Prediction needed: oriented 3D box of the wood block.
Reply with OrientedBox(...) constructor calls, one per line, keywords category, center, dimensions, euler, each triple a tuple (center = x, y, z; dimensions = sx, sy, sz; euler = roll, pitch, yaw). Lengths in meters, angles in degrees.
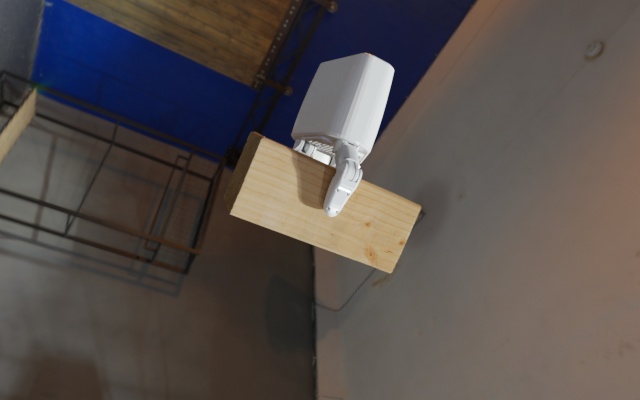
OrientedBox(category="wood block", center=(0.000, 0.002, 0.570), dimensions=(0.206, 0.090, 0.091), euler=(22, 5, -19))
